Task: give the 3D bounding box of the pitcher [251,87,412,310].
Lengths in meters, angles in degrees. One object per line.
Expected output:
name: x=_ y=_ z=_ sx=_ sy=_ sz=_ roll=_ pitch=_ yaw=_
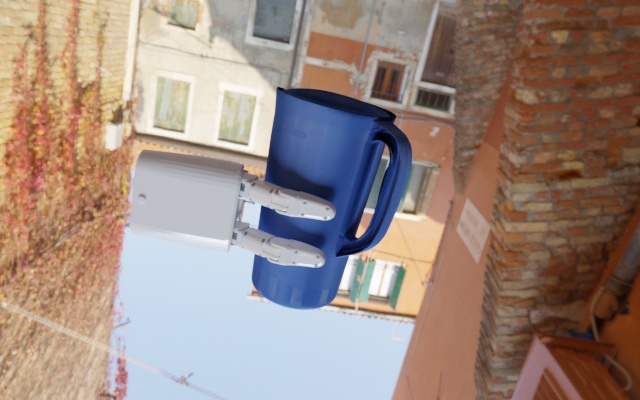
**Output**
pitcher: x=0.000 y=0.002 z=0.544 sx=0.145 sy=0.243 sz=0.149 roll=11 pitch=18 yaw=-7
